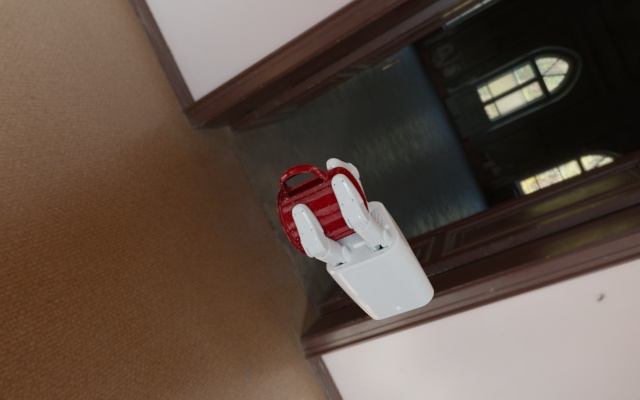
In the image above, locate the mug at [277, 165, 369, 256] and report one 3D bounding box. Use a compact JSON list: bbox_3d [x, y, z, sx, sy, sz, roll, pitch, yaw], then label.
[{"bbox_3d":[-0.001,0.001,0.572,0.081,0.117,0.093,-24,33,23],"label":"mug"}]
